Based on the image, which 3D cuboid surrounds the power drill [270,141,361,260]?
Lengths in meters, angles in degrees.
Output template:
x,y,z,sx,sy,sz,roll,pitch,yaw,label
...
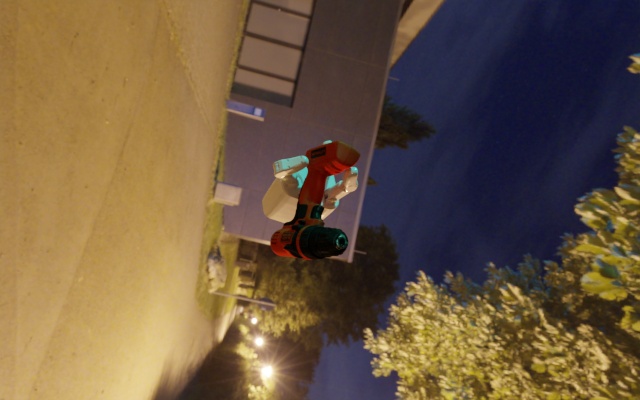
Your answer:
x,y,z,sx,sy,sz,roll,pitch,yaw,label
0.000,0.002,0.746,0.057,0.187,0.184,30,-20,-29,power drill
